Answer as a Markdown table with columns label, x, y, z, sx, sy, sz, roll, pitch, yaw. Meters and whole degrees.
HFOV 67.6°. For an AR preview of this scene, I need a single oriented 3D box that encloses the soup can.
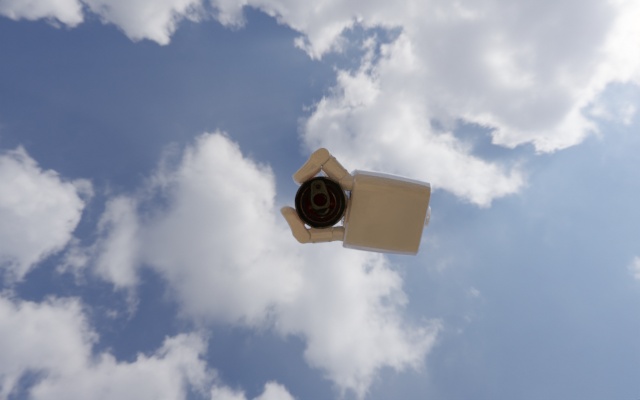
| label | x | y | z | sx | sy | sz | roll | pitch | yaw |
| --- | --- | --- | --- | --- | --- | --- | --- | --- | --- |
| soup can | 0.000 | 0.002 | 0.660 | 0.068 | 0.068 | 0.102 | 0 | 1 | -1 |
